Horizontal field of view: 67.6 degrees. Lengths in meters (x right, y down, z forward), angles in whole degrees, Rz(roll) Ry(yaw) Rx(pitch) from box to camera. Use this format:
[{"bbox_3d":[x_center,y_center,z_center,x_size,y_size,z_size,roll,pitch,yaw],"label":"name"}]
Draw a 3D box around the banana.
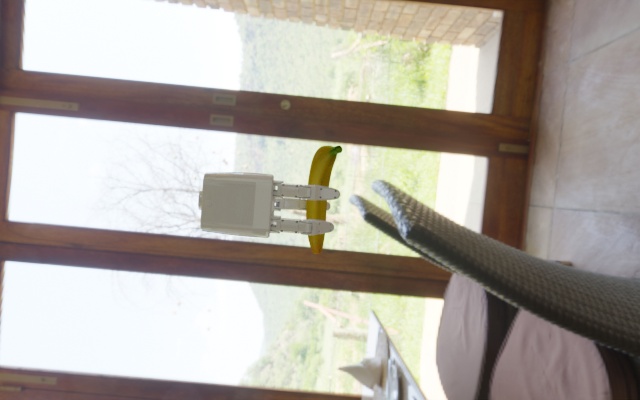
[{"bbox_3d":[-0.002,-0.010,0.774,0.037,0.198,0.069,3,29,-11],"label":"banana"}]
